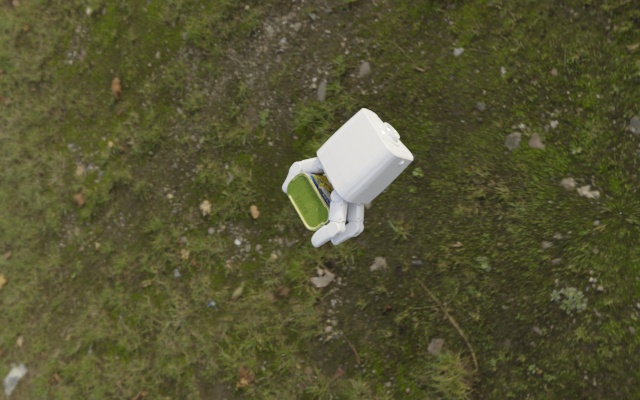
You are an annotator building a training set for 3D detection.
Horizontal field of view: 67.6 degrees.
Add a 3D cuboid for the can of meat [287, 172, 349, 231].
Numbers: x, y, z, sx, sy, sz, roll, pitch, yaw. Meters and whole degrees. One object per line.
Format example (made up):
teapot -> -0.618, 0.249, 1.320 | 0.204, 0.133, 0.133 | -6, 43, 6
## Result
can of meat -> 0.000, 0.003, 0.793 | 0.057, 0.102, 0.084 | -41, -21, 24
